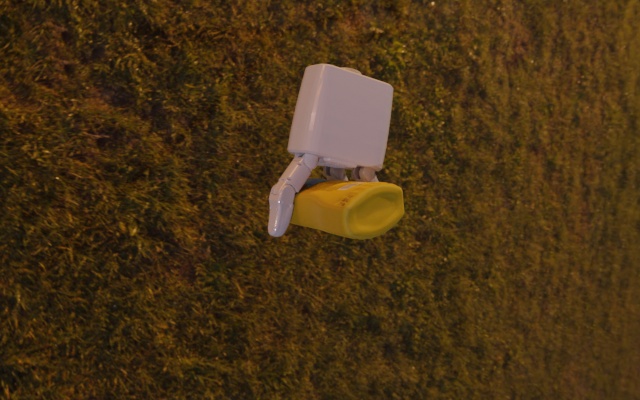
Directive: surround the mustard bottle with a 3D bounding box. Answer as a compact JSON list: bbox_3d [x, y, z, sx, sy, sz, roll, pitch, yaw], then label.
[{"bbox_3d":[0.000,0.002,0.580,0.096,0.058,0.191,-20,18,-37],"label":"mustard bottle"}]
